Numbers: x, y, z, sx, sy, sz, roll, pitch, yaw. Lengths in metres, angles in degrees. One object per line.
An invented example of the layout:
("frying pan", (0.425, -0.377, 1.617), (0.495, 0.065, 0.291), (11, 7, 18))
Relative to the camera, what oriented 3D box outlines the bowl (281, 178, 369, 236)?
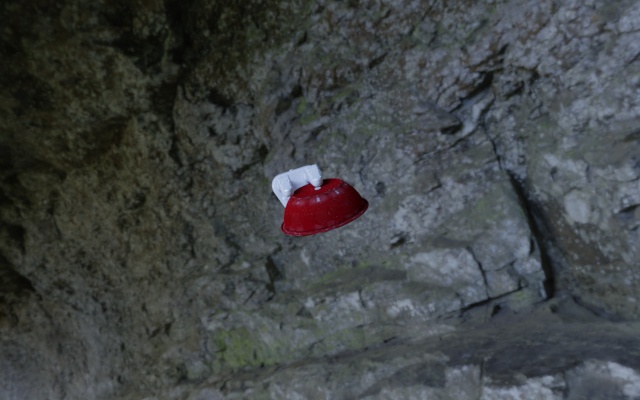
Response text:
("bowl", (0.001, 0.003, 0.836), (0.162, 0.055, 0.162), (-15, 18, 5))
